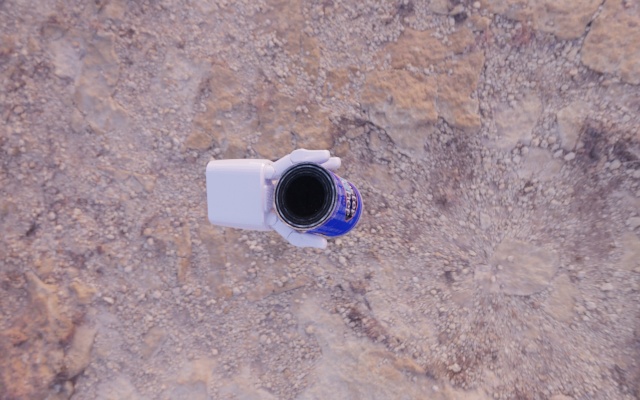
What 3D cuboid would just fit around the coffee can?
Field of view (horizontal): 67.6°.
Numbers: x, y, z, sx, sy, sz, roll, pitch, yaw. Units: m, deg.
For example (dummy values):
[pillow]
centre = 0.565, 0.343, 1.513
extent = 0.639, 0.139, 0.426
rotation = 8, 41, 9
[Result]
[coffee can]
centre = 0.000, 0.003, 0.755
extent = 0.103, 0.103, 0.140
rotation = 0, -8, 20
